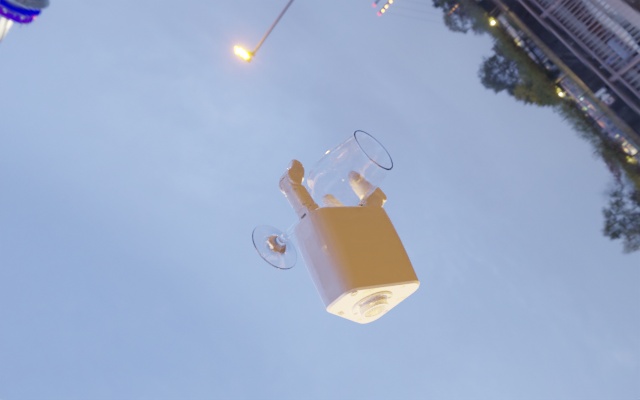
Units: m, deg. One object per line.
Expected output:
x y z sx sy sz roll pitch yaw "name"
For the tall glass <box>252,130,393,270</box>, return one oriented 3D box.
0.000 0.002 0.603 0.201 0.079 0.079 -45 -25 28 "tall glass"
